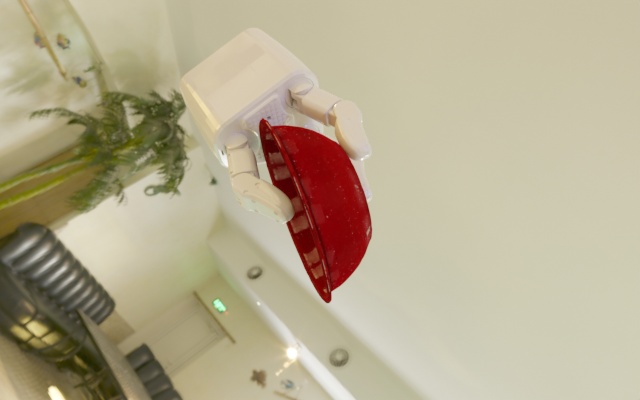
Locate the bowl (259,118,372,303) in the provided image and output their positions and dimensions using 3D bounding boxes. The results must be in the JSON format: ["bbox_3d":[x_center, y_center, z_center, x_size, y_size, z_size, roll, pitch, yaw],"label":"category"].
[{"bbox_3d":[0.001,0.002,0.404,0.055,0.162,0.162,-20,3,-10],"label":"bowl"}]
